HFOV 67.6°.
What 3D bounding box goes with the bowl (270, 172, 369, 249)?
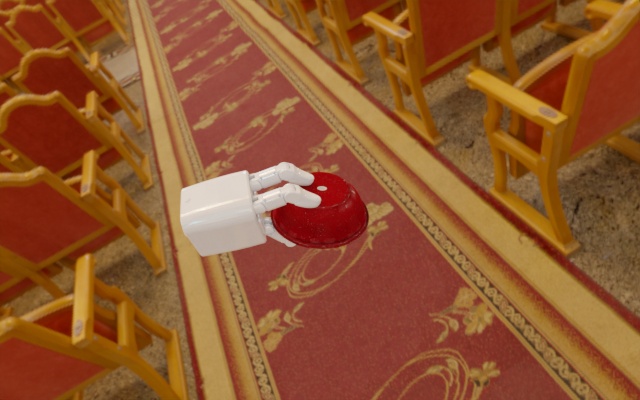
[{"bbox_3d":[0.001,0.002,0.765,0.162,0.055,0.162,2,39,-2],"label":"bowl"}]
